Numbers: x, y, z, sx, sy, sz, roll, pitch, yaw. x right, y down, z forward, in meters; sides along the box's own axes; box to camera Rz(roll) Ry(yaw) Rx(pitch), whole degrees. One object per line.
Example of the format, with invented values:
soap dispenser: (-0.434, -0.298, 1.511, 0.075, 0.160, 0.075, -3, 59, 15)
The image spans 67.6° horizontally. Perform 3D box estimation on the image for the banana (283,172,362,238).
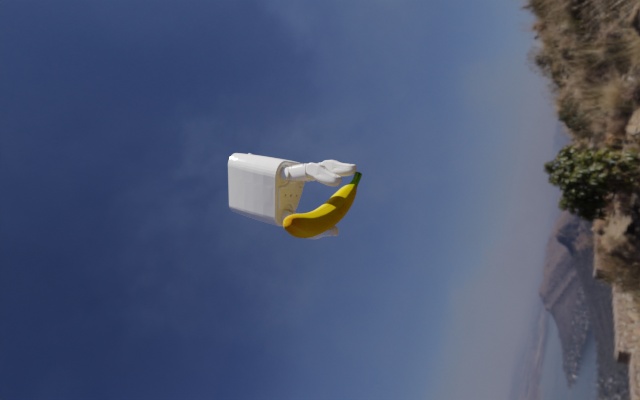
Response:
banana: (0.002, 0.018, 0.732, 0.037, 0.070, 0.197, 16, 32, 29)
